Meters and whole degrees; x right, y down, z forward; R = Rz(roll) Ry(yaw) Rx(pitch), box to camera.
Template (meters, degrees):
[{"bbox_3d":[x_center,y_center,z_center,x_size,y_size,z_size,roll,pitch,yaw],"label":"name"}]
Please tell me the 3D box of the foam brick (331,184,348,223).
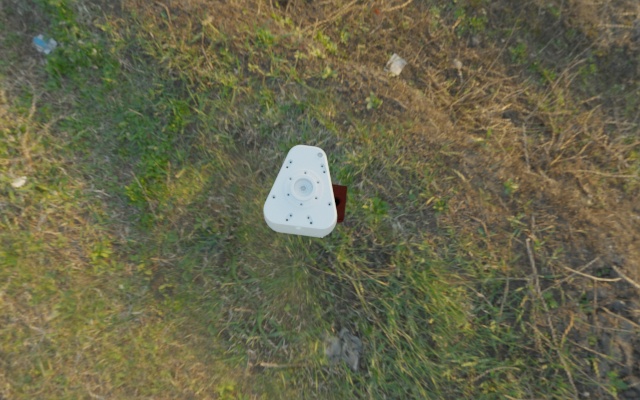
[{"bbox_3d":[0.000,0.002,0.729,0.078,0.053,0.051,7,-8,-1],"label":"foam brick"}]
